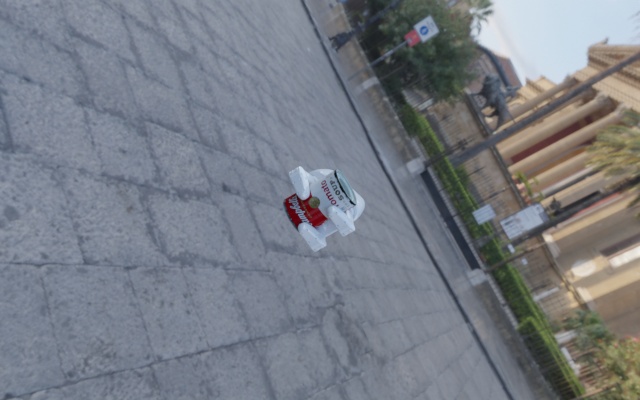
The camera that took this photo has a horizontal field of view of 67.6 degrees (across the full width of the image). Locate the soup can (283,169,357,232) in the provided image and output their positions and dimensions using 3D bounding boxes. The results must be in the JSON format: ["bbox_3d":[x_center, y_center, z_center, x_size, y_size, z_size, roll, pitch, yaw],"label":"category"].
[{"bbox_3d":[0.000,0.002,0.775,0.102,0.068,0.068,-30,-8,15],"label":"soup can"}]
